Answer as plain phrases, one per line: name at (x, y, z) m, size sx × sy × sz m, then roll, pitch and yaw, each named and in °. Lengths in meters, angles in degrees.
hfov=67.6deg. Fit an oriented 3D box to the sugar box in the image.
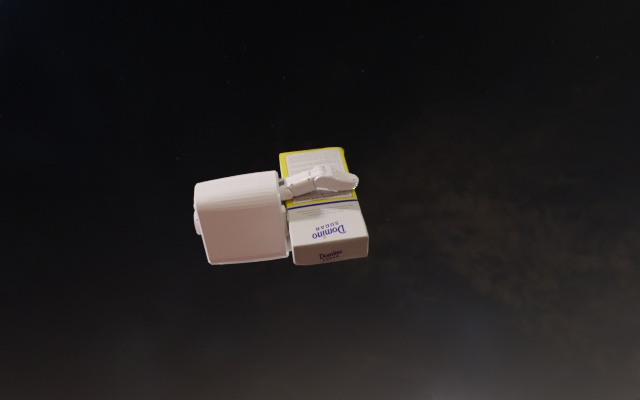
sugar box at (0.000, 0.002, 0.630) m, size 0.093 × 0.176 × 0.048 m, roll -7°, pitch -43°, yaw -4°
